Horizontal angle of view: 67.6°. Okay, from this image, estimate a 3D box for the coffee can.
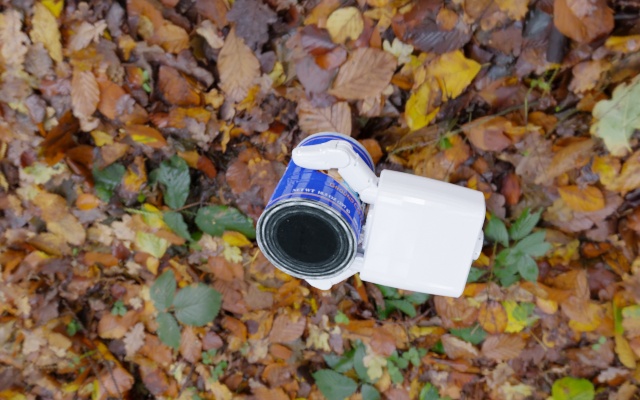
[{"bbox_3d":[0.000,0.002,0.522,0.103,0.103,0.140,0,34,15],"label":"coffee can"}]
